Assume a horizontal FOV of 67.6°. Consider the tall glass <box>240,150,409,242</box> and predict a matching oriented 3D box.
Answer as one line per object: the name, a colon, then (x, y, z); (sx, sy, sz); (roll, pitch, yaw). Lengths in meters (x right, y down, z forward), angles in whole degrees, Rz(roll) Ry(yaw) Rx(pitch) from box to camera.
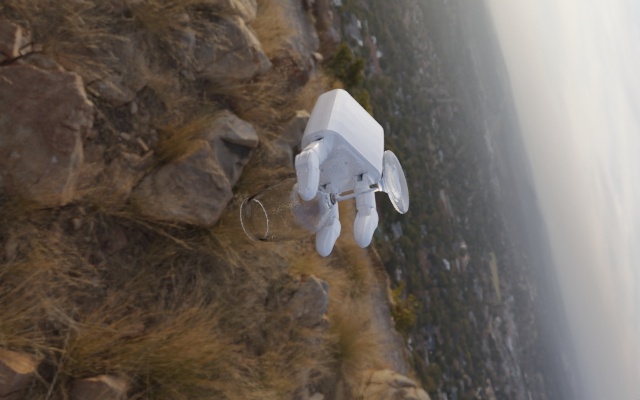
tall glass: (0.001, 0.002, 0.584); (0.201, 0.079, 0.079); (-15, -7, 26)
